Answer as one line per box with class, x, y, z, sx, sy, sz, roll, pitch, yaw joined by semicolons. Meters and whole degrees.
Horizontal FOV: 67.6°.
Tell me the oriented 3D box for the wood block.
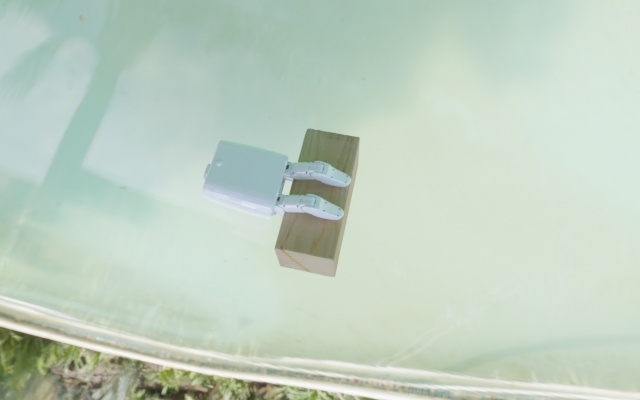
wood block;0.000;0.003;0.749;0.090;0.206;0.091;11;-24;7
